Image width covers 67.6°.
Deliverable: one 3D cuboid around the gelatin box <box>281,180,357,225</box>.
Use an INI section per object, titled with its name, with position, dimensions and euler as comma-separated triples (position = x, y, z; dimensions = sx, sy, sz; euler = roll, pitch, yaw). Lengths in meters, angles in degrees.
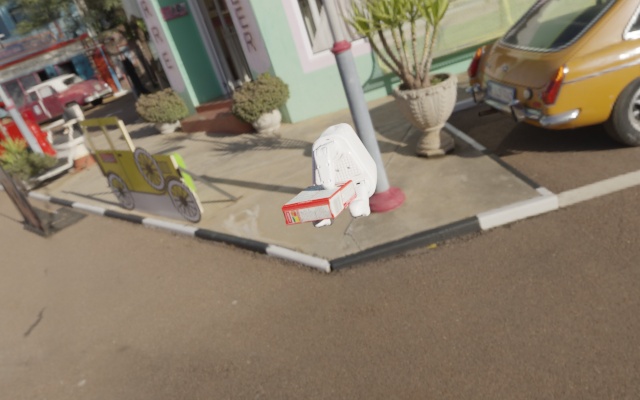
[gelatin box]
position = 0.000, 0.002, 0.650
dimensions = 0.073, 0.030, 0.089
euler = -9, 15, 27
